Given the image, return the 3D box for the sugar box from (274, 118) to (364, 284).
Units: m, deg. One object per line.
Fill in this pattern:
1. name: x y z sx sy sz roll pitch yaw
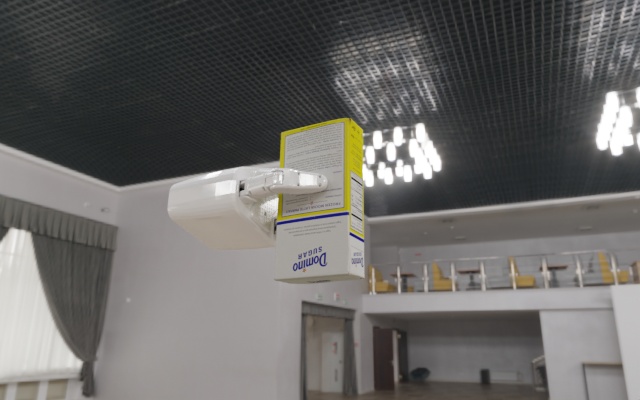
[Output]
1. sugar box: 0.000 0.002 0.532 0.093 0.176 0.048 -9 -19 29
